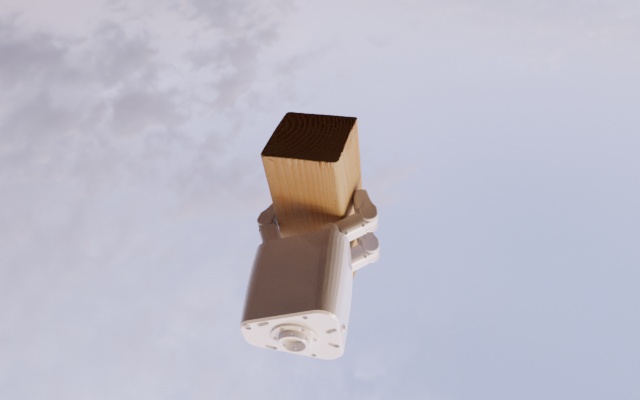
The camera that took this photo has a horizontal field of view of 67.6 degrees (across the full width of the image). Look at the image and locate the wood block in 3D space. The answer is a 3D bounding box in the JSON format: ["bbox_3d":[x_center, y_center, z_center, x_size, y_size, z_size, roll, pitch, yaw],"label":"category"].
[{"bbox_3d":[0.000,0.002,0.600,0.091,0.206,0.090,7,45,17],"label":"wood block"}]
